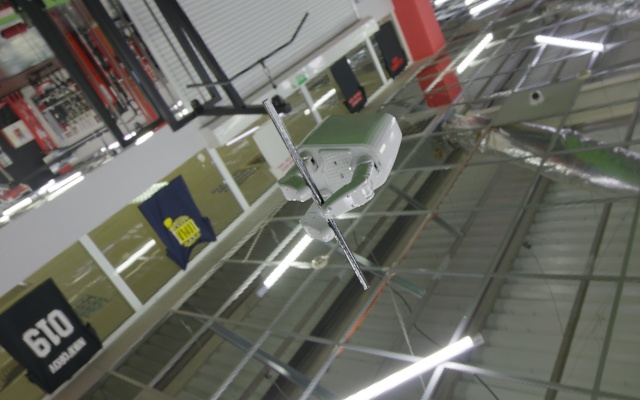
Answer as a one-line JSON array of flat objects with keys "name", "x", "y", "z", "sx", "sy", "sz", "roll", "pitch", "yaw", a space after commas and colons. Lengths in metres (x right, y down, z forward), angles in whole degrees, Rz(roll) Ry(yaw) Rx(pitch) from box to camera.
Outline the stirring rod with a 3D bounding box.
[{"name": "stirring rod", "x": 0.000, "y": 0.002, "z": 0.505, "sx": 0.011, "sy": 0.240, "sz": 0.011, "roll": -24, "pitch": 23, "yaw": 11}]
